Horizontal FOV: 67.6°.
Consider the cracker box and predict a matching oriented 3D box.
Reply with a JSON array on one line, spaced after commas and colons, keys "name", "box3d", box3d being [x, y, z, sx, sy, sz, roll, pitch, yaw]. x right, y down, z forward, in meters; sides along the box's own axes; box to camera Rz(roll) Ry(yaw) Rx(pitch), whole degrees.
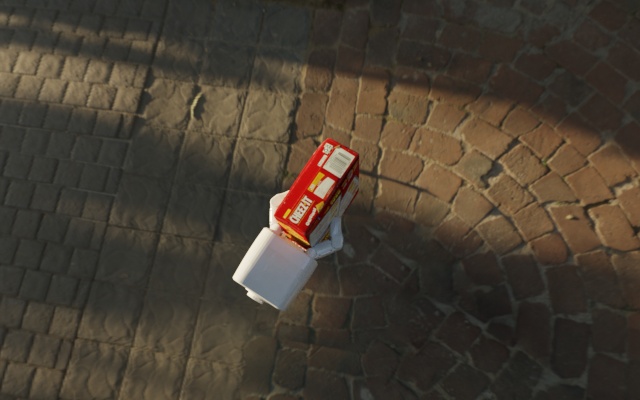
[{"name": "cracker box", "box3d": [0.000, 0.003, 0.866, 0.072, 0.164, 0.214, 31, -11, 12]}]
